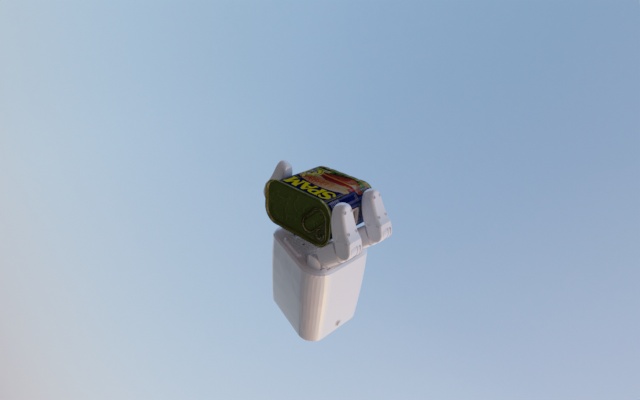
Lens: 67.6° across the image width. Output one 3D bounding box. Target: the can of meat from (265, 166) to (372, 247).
[{"bbox_3d":[0.000,0.002,0.559,0.102,0.057,0.084,25,33,36],"label":"can of meat"}]
